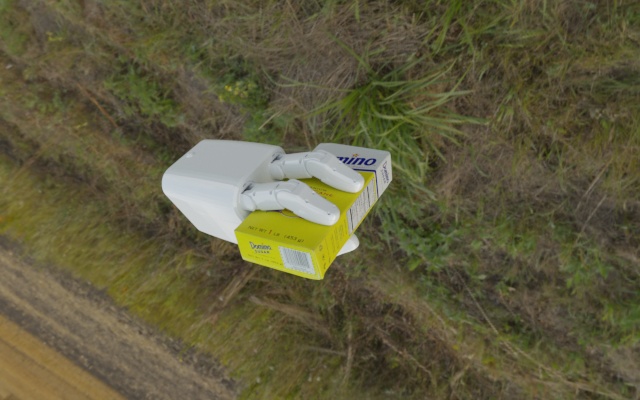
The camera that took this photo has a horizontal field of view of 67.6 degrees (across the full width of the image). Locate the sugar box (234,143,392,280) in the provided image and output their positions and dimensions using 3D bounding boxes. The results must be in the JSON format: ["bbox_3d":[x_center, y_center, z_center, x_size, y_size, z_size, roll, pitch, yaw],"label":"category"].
[{"bbox_3d":[0.000,0.001,0.503,0.093,0.048,0.176,11,43,27],"label":"sugar box"}]
